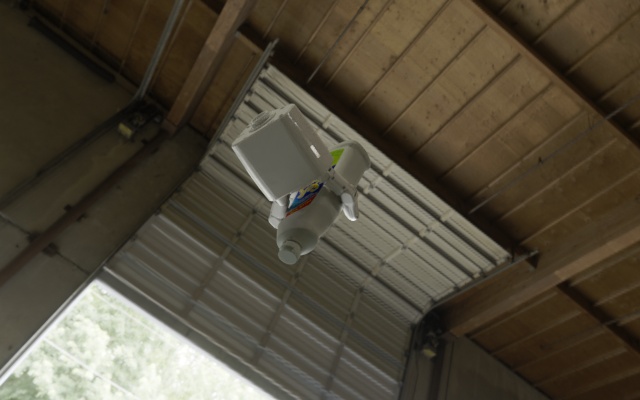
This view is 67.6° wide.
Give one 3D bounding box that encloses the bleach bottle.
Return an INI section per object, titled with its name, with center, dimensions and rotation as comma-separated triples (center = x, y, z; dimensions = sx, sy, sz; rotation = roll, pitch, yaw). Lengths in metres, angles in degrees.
[bleach bottle]
center = 0.000, 0.003, 0.759
dimensions = 0.102, 0.068, 0.250
rotation = -19, 27, 34
